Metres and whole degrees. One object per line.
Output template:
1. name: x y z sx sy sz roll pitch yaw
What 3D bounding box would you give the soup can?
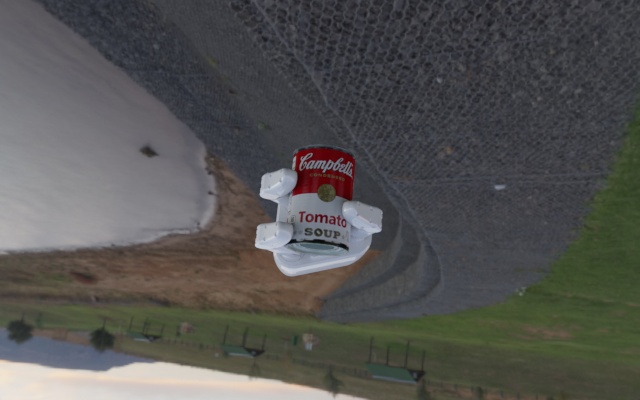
1. soup can: 0.000 0.002 0.498 0.068 0.102 0.068 5 -16 1
